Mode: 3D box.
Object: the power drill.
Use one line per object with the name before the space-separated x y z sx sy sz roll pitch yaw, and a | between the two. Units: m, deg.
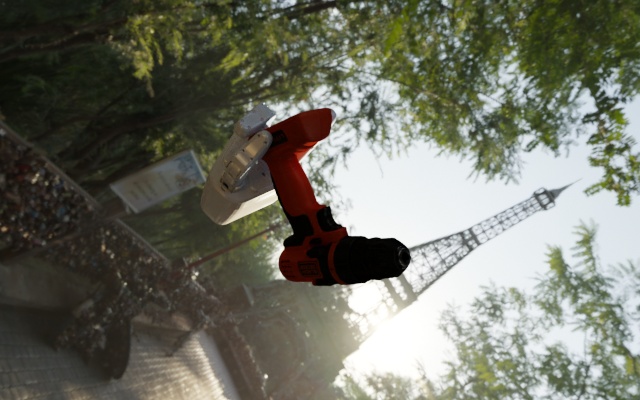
power drill | 0.000 0.001 0.512 0.057 0.187 0.184 -20 5 -43
